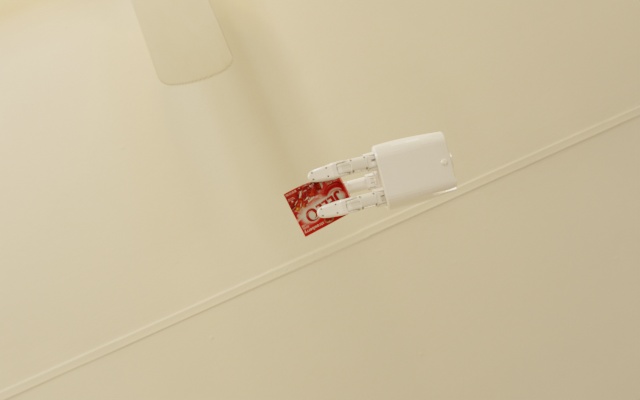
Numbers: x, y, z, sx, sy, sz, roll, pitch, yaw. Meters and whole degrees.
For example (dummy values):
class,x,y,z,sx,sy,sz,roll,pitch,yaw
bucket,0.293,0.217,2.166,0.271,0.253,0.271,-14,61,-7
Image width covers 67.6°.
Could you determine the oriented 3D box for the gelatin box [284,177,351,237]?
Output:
class,x,y,z,sx,sy,sz,roll,pitch,yaw
gelatin box,0.000,0.003,0.723,0.089,0.073,0.030,-27,-1,6
